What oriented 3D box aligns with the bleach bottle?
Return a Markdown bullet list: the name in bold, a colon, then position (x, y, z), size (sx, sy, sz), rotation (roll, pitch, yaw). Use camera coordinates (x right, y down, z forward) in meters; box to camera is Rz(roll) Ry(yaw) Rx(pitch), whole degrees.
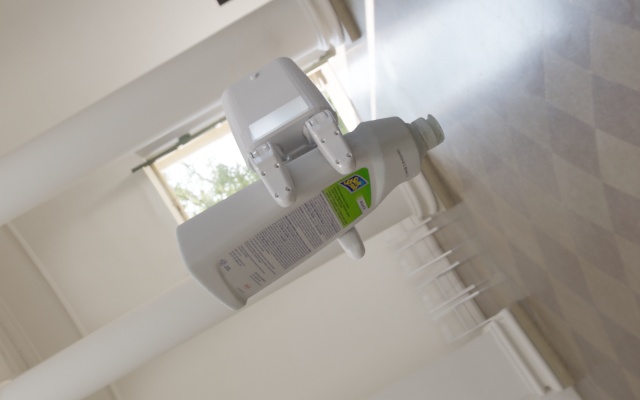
- **bleach bottle**: position (0.000, 0.001, 0.441), size (0.251, 0.068, 0.103), rotation (-30, -40, 0)
